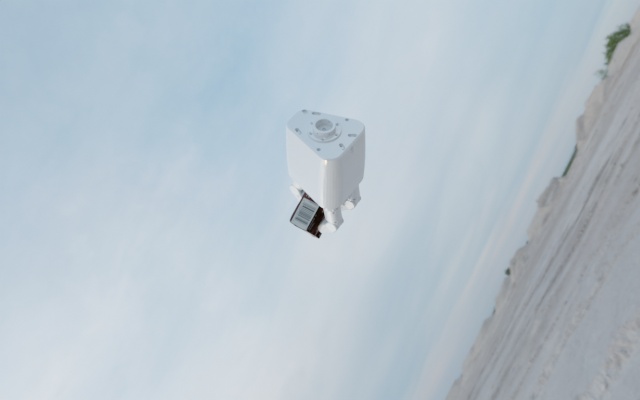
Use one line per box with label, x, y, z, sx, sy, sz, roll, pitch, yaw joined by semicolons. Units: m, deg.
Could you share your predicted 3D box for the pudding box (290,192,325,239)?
pudding box;0.000;0.003;0.802;0.039;0.113;0.090;29;-4;19
